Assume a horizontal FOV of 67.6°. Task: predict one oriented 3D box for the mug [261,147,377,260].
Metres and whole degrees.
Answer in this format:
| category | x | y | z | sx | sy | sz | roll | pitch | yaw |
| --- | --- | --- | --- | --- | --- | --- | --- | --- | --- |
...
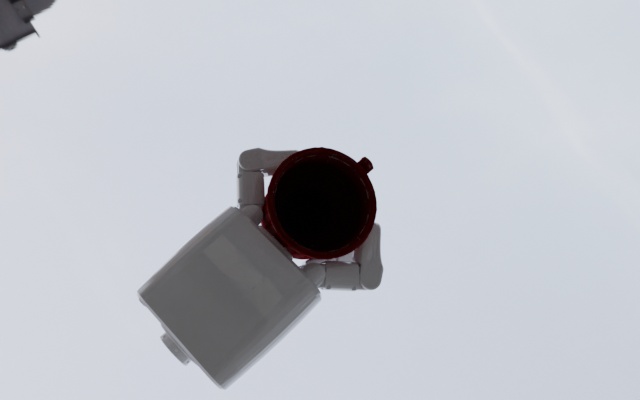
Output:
| category | x | y | z | sx | sy | sz | roll | pitch | yaw |
| --- | --- | --- | --- | --- | --- | --- | --- | --- | --- |
| mug | 0.001 | 0.000 | 0.428 | 0.117 | 0.093 | 0.081 | -43 | 2 | -20 |
